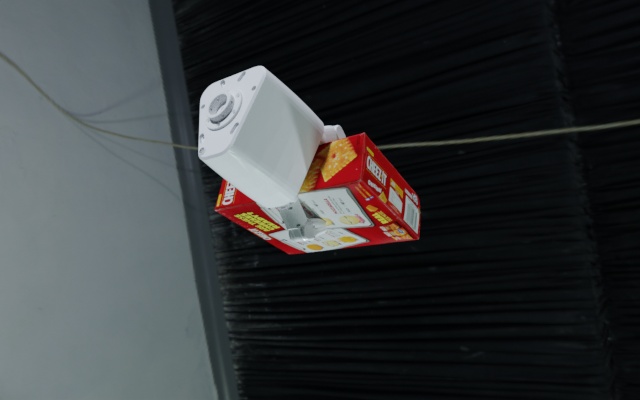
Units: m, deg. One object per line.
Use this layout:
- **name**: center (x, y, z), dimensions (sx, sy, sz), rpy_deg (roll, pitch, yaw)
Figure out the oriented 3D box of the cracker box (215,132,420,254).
- **cracker box**: center (0.000, 0.002, 0.622), dimensions (0.214, 0.072, 0.164), rpy_deg (-10, -32, 32)
